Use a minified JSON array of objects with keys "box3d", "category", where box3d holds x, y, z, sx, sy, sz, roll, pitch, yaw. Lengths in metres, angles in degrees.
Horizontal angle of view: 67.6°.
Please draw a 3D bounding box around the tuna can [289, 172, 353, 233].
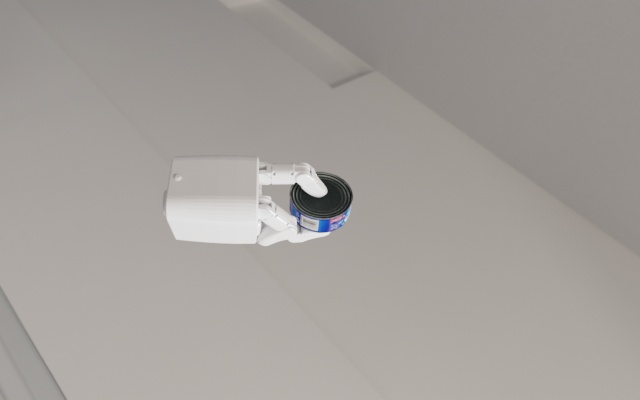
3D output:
[{"box3d":[0.000,0.003,0.653,0.086,0.086,0.034,0,-42,-6],"category":"tuna can"}]
